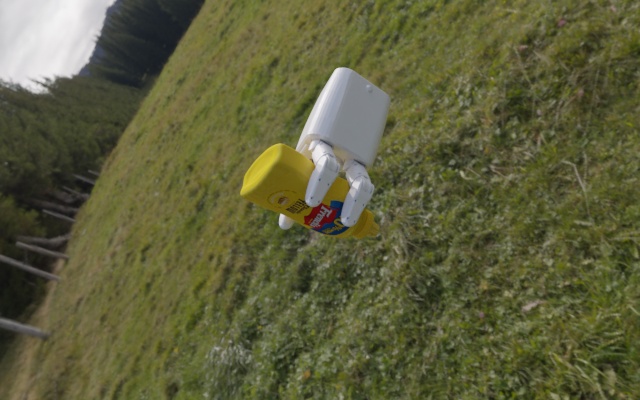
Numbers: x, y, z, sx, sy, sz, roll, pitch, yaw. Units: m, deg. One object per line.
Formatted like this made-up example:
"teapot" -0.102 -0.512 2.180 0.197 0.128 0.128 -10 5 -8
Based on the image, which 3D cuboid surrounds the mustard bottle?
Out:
"mustard bottle" 0.000 0.002 0.621 0.192 0.058 0.096 28 -42 -26
